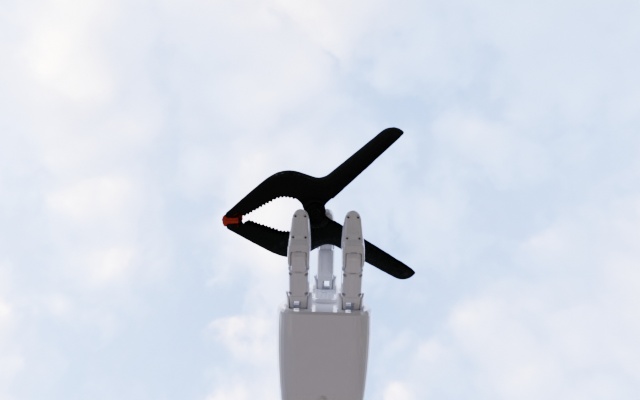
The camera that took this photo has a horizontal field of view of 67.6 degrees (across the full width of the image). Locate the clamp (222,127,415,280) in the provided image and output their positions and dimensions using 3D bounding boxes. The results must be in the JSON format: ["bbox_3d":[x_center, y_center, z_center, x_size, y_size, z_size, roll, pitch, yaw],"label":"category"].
[{"bbox_3d":[0.000,0.002,0.519,0.210,0.164,0.036,2,4,2],"label":"clamp"}]
